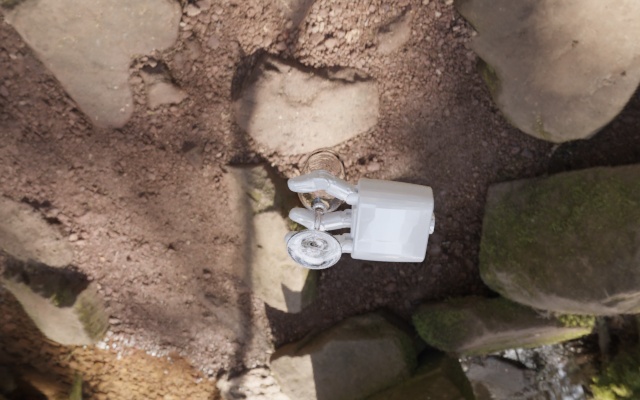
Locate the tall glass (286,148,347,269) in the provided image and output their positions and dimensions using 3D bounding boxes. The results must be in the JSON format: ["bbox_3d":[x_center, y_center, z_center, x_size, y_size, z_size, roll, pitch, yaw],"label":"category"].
[{"bbox_3d":[0.000,0.003,0.709,0.079,0.079,0.200,0,40,6],"label":"tall glass"}]
